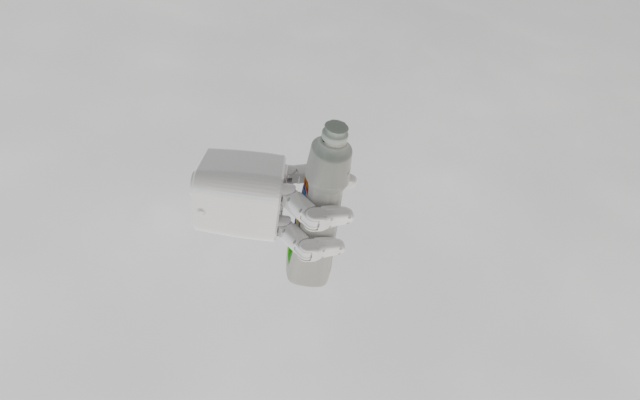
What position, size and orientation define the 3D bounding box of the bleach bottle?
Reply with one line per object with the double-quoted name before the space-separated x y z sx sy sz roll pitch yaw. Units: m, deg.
"bleach bottle" 0.000 0.002 0.629 0.068 0.251 0.102 8 42 -4
